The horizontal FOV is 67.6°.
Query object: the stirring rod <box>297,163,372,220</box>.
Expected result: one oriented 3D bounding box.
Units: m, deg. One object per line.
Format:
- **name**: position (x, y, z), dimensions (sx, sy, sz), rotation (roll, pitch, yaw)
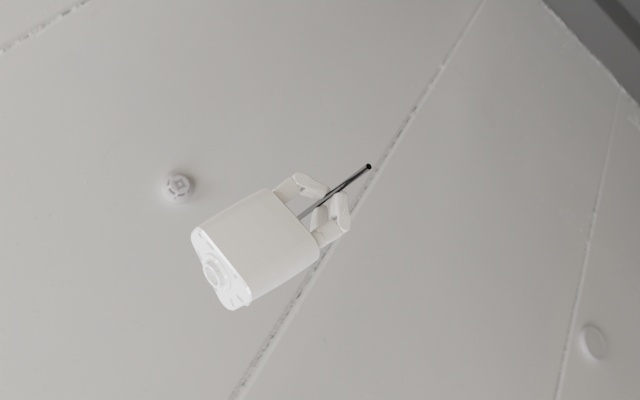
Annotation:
- **stirring rod**: position (0.000, 0.002, 0.657), dimensions (0.011, 0.011, 0.240), rotation (0, -20, -30)
